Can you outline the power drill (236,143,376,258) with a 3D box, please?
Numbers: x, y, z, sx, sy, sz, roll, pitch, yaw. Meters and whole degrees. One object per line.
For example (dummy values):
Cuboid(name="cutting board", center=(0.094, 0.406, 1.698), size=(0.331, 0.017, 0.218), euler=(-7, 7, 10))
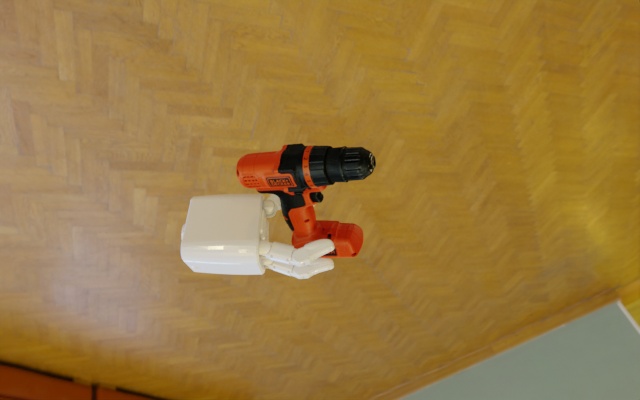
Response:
Cuboid(name="power drill", center=(0.000, 0.002, 0.645), size=(0.184, 0.057, 0.188), euler=(-1, -43, 24))
